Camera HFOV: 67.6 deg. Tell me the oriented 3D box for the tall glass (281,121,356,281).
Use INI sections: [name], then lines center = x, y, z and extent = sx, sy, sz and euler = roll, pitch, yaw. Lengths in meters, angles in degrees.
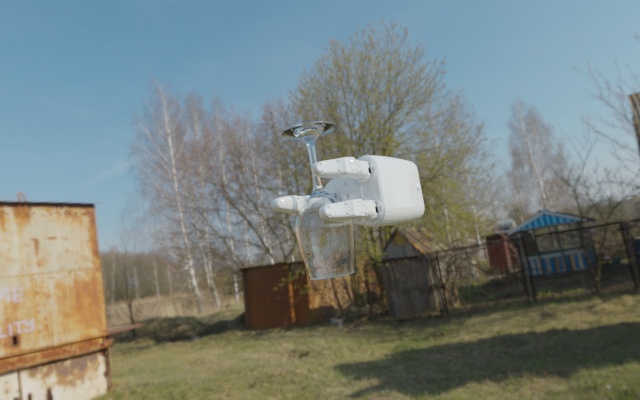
[tall glass]
center = 0.000, 0.001, 0.636
extent = 0.079, 0.201, 0.079
euler = -9, -7, -1
